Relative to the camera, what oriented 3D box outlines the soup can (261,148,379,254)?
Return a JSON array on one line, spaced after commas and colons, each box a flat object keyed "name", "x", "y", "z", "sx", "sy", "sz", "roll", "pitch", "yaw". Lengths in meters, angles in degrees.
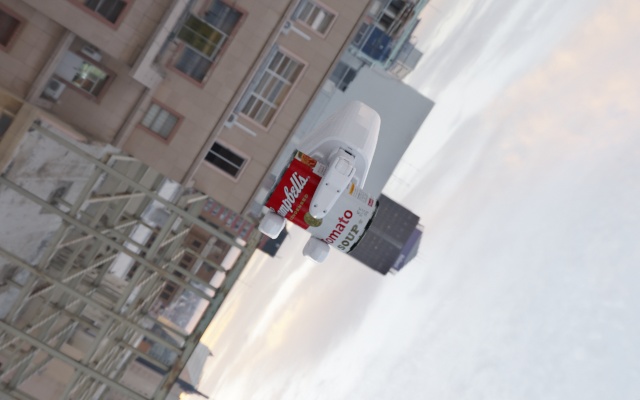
[{"name": "soup can", "x": 0.000, "y": 0.002, "z": 0.491, "sx": 0.102, "sy": 0.068, "sz": 0.068, "roll": 31, "pitch": -4, "yaw": -6}]
